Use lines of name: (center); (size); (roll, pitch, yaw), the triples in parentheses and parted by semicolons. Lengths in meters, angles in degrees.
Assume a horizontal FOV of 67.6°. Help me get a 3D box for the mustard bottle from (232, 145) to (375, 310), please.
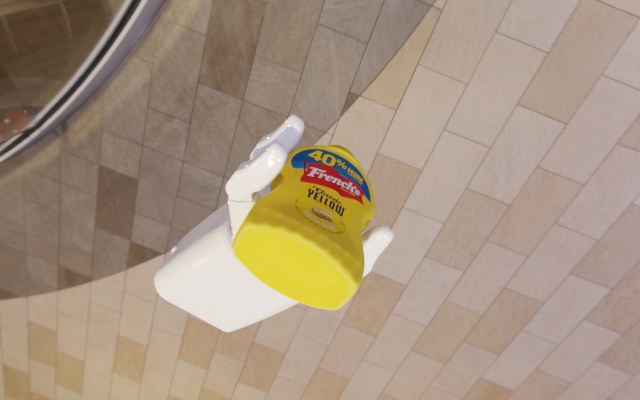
mustard bottle: (0.000, 0.001, 0.414); (0.096, 0.058, 0.191); (29, 33, -5)
